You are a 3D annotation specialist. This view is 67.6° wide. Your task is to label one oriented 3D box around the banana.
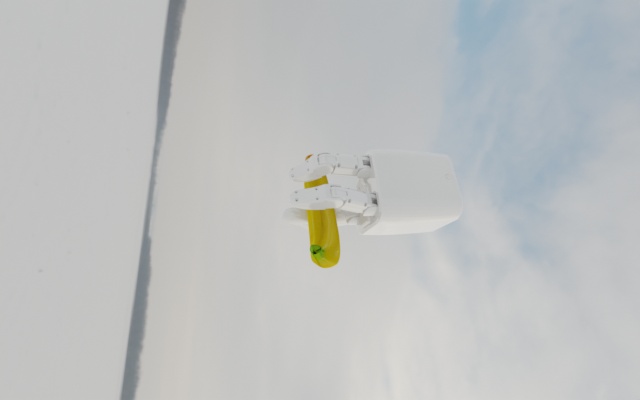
[{"bbox_3d":[0.001,0.019,0.585,0.037,0.070,0.197,-5,36,-2],"label":"banana"}]
